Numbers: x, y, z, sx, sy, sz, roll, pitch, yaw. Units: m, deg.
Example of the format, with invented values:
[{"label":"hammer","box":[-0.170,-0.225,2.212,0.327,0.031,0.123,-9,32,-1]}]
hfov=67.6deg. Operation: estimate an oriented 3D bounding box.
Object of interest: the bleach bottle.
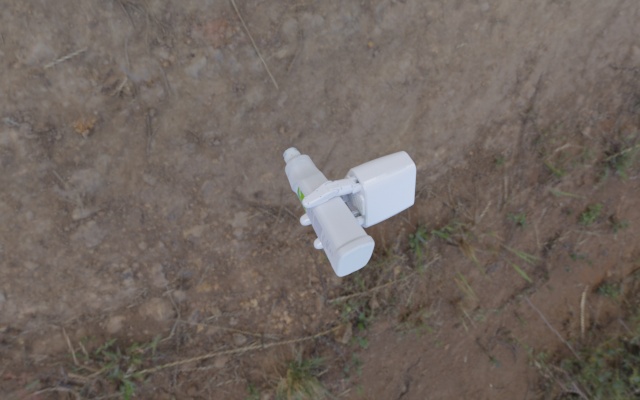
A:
[{"label":"bleach bottle","box":[0.000,0.003,0.829,0.068,0.250,0.103,-22,-28,-16]}]
